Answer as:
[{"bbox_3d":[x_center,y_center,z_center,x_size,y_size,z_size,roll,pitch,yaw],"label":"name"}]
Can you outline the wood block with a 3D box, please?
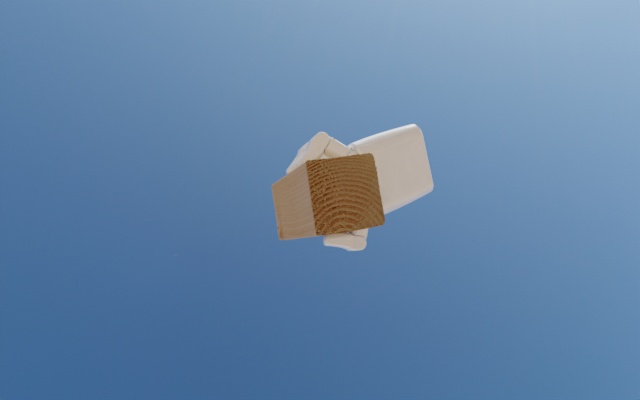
[{"bbox_3d":[0.000,0.002,0.657,0.090,0.091,0.206,-8,-4,-17],"label":"wood block"}]
